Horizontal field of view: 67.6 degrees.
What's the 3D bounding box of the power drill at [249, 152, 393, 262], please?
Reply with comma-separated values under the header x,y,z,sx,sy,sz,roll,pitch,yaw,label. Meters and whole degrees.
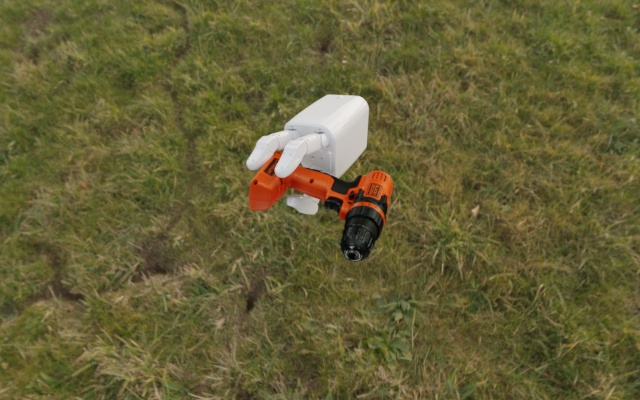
x,y,z,sx,sy,sz,roll,pitch,yaw,label
0.000,0.002,0.664,0.187,0.057,0.184,16,34,9,power drill
